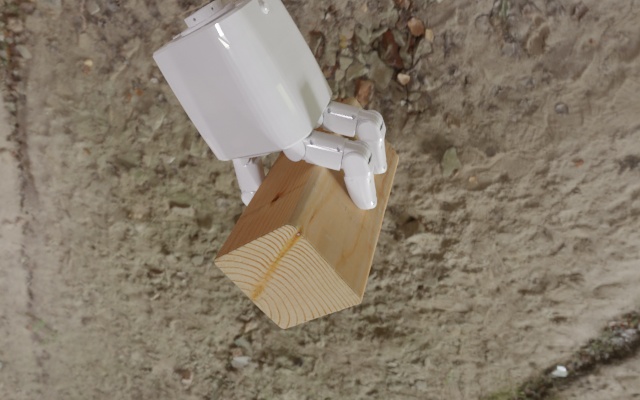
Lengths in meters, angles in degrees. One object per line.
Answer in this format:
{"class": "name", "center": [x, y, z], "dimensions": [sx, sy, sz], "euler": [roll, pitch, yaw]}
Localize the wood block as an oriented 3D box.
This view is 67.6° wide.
{"class": "wood block", "center": [0.000, 0.001, 0.445], "dimensions": [0.091, 0.090, 0.206], "euler": [-27, 24, 34]}
